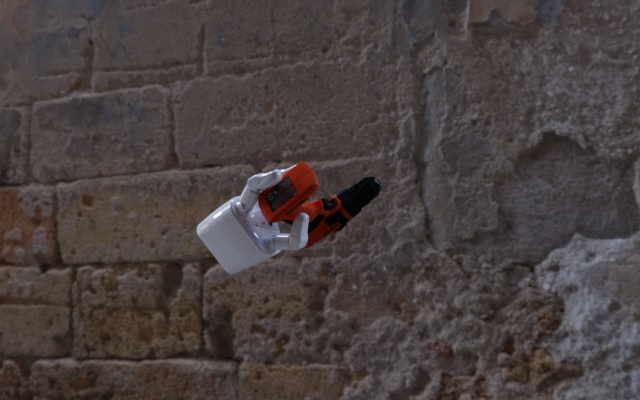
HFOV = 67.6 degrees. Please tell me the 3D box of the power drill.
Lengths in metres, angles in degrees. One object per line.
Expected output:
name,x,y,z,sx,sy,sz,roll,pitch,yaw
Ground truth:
power drill,0.000,0.003,0.793,0.184,0.057,0.188,-39,-31,12
